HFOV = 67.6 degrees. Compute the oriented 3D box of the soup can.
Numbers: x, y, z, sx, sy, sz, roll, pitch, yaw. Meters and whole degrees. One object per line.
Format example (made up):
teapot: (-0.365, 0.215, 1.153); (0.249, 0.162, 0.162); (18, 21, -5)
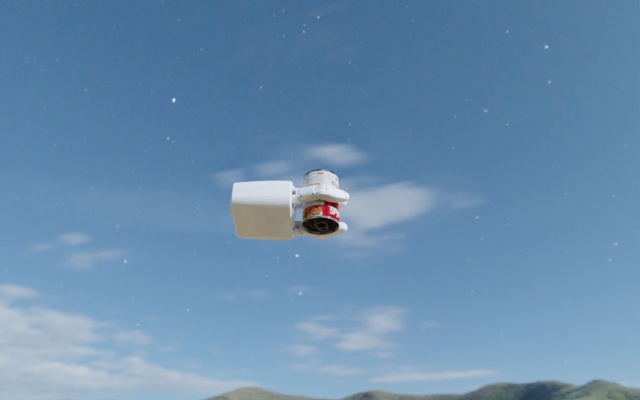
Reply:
soup can: (0.001, 0.003, 0.873); (0.068, 0.102, 0.068); (0, -31, 0)
